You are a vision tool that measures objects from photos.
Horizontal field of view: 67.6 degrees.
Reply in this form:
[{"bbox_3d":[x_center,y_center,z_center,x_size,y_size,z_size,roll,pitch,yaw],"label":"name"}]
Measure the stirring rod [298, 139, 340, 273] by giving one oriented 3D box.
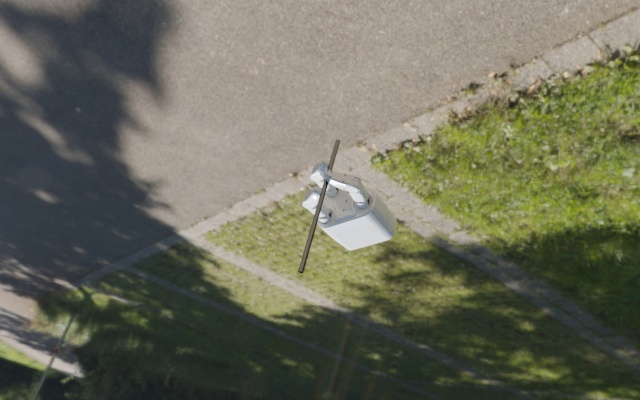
[{"bbox_3d":[0.000,0.002,0.761,0.011,0.239,0.011,13,-26,6],"label":"stirring rod"}]
